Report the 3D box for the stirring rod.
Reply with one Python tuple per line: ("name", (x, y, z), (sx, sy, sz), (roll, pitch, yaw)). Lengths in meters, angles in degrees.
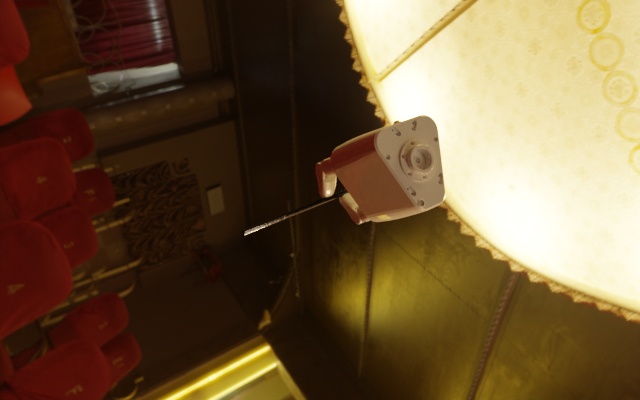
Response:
("stirring rod", (0.000, 0.002, 0.675), (0.239, 0.011, 0.011), (-22, 10, -26))
